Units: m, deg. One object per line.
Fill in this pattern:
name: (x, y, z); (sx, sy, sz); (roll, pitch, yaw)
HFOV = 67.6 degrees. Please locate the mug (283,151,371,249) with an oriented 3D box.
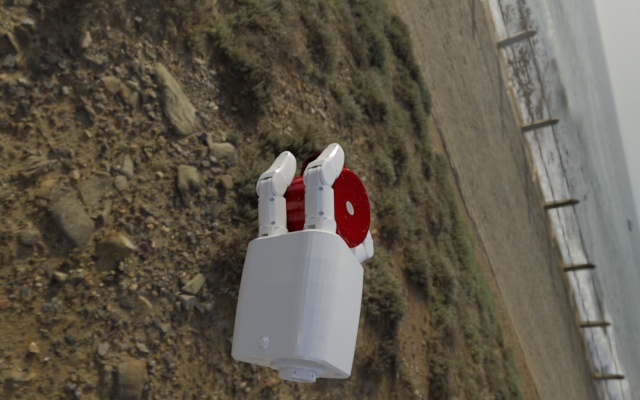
mug: (0.000, 0.000, 0.498); (0.081, 0.117, 0.093); (-11, -30, 33)
